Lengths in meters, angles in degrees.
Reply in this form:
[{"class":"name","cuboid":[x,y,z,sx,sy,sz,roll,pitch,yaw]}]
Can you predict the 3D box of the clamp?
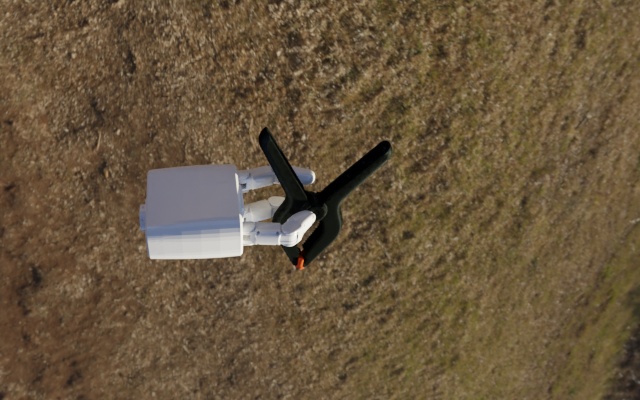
[{"class":"clamp","cuboid":[0.000,0.003,0.617,0.164,0.210,0.036,-1,35,-11]}]
